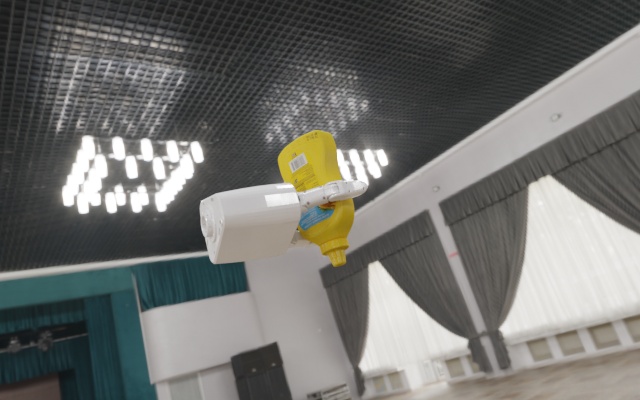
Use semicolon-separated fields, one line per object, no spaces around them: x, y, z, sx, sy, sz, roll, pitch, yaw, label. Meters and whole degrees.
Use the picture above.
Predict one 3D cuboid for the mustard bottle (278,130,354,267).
0.000;0.002;0.691;0.096;0.191;0.058;-30;-22;35;mustard bottle
